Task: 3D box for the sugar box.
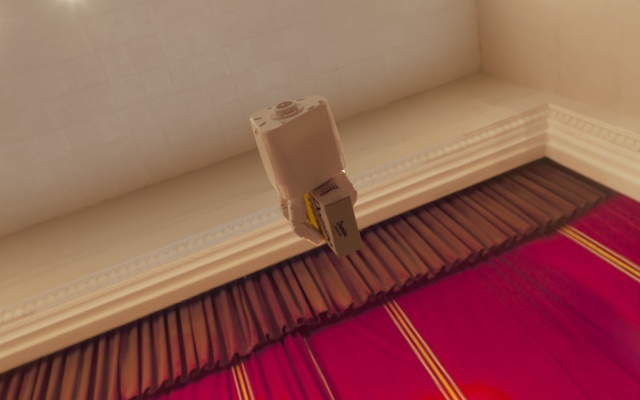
[{"bbox_3d":[0.000,0.002,0.726,0.048,0.093,0.176,-22,31,-10],"label":"sugar box"}]
